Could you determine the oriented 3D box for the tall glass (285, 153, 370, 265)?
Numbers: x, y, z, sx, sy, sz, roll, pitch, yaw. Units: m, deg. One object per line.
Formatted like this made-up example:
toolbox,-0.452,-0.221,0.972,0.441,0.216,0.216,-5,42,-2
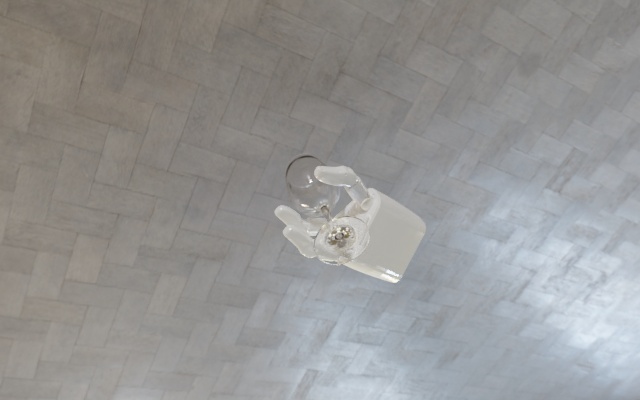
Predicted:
tall glass,0.000,0.002,0.680,0.079,0.079,0.201,0,30,-19
